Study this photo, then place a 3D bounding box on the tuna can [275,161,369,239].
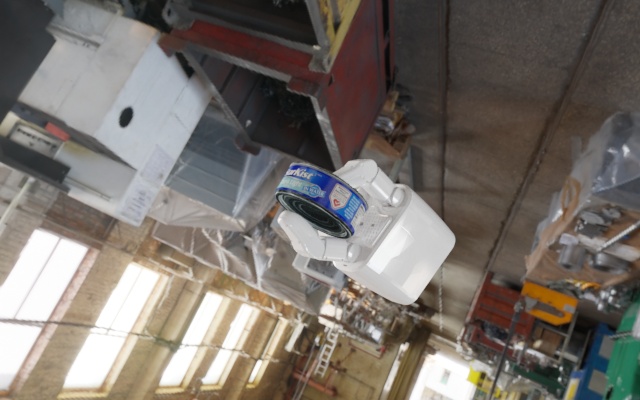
[{"bbox_3d":[0.000,0.002,0.454,0.086,0.033,0.086,28,-16,9],"label":"tuna can"}]
